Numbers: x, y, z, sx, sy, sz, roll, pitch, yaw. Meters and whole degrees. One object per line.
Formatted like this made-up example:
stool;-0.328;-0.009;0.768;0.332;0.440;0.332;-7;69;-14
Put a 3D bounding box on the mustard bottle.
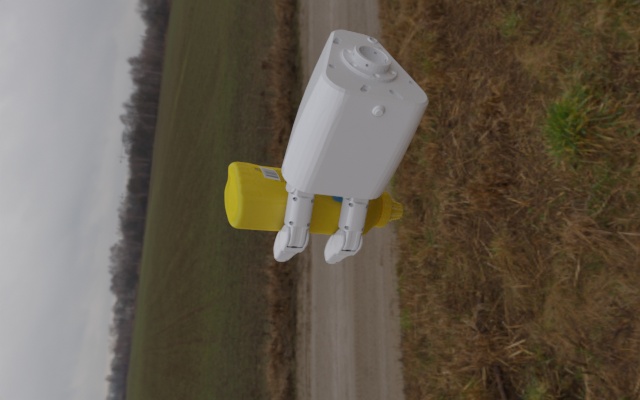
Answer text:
mustard bottle;0.000;0.002;0.504;0.191;0.058;0.096;6;20;-20
